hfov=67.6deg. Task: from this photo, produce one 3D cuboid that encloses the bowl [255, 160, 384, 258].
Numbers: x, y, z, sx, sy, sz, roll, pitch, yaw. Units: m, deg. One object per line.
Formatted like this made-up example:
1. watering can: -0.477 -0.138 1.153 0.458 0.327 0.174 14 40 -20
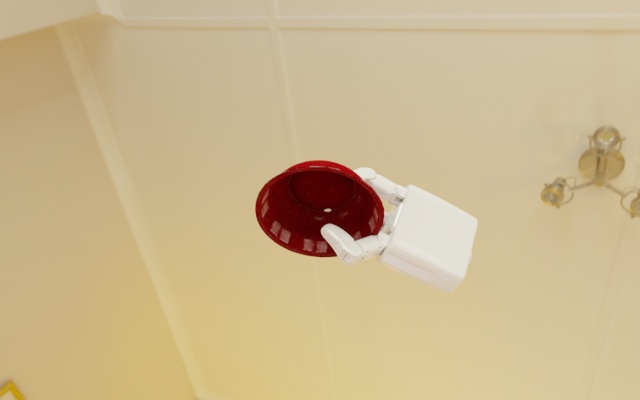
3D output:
1. bowl: -0.001 0.001 0.612 0.162 0.162 0.055 2 45 3
